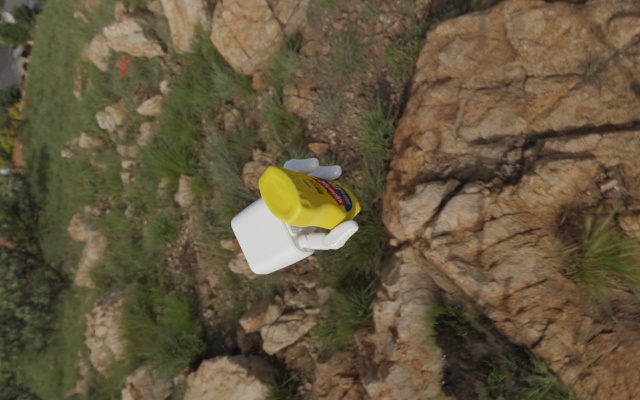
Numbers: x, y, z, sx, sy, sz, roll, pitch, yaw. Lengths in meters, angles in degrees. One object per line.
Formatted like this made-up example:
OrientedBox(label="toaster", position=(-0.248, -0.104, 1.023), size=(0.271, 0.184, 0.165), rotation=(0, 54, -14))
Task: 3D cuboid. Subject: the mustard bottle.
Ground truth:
OrientedBox(label="mustard bottle", position=(0.000, 0.002, 0.727), size=(0.191, 0.058, 0.096), rotation=(11, 32, -51))
